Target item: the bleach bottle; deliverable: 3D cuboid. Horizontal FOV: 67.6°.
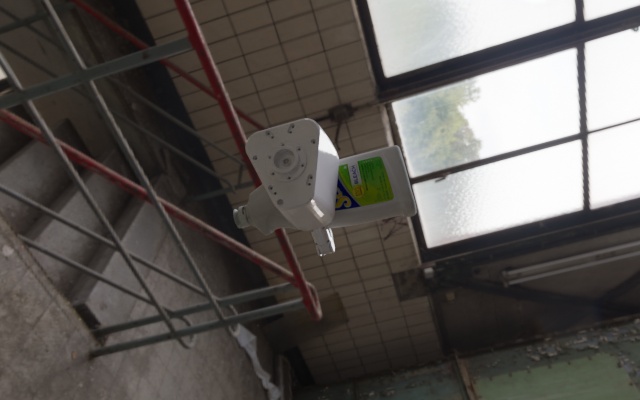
[{"bbox_3d":[0.000,0.002,0.675,0.251,0.102,0.068,-15,-17,8],"label":"bleach bottle"}]
